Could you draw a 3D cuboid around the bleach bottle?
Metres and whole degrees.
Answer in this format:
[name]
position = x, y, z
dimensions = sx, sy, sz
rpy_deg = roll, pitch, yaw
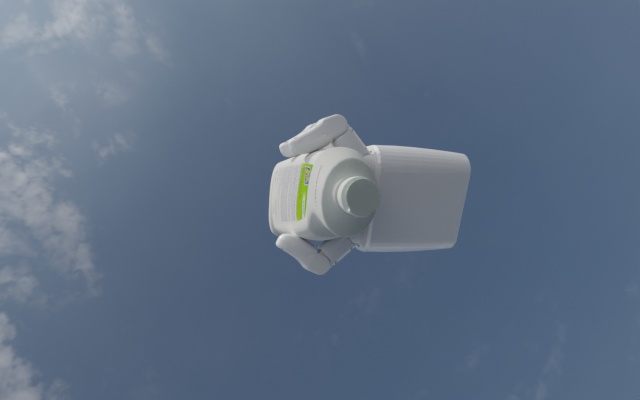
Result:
[bleach bottle]
position = 0.000, 0.001, 0.480
dimensions = 0.068, 0.102, 0.251
rpy_deg = 1, 2, -15
